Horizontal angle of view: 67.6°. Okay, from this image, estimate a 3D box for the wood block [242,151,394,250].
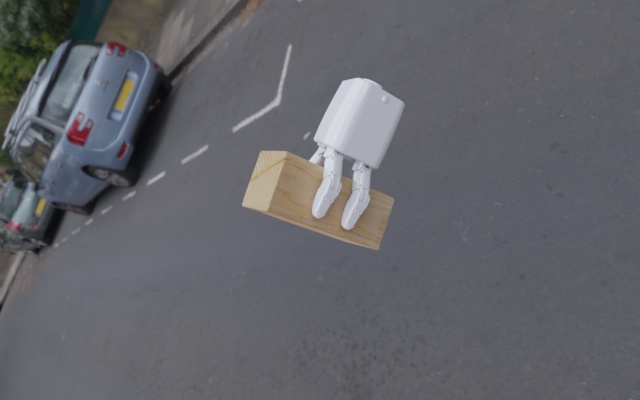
[{"bbox_3d":[0.000,0.002,0.733,0.206,0.090,0.091,22,-6,-32],"label":"wood block"}]
